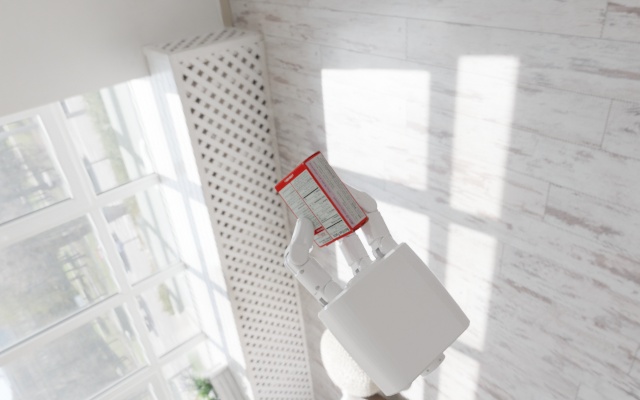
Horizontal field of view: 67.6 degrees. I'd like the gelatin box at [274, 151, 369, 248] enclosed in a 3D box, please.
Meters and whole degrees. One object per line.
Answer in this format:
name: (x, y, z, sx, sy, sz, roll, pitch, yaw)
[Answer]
gelatin box: (0.000, 0.002, 0.507, 0.030, 0.089, 0.073, -38, 2, -34)
